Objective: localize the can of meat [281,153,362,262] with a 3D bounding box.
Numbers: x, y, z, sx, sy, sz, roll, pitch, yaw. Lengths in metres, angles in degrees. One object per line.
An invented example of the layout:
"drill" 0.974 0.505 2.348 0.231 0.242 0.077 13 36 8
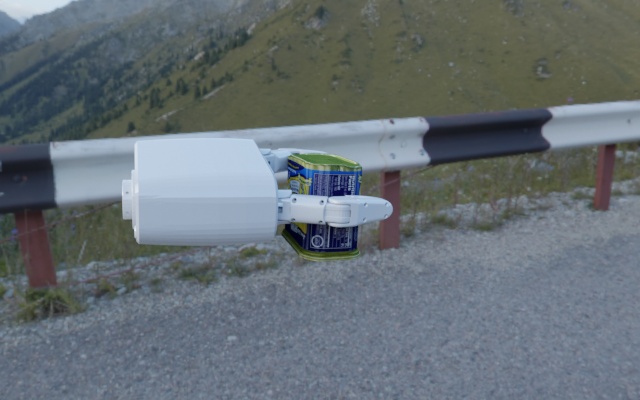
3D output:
"can of meat" 0.000 0.001 0.450 0.057 0.084 0.102 -1 12 -18
